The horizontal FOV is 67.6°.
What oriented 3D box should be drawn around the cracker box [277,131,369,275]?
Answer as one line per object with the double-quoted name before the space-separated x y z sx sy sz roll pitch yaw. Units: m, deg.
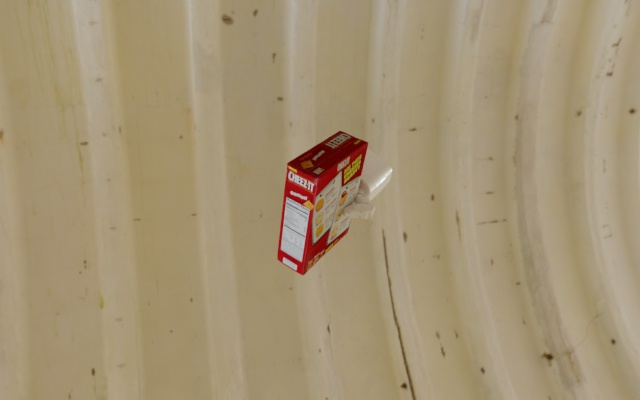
"cracker box" 0.000 0.003 0.859 0.072 0.214 0.164 26 39 23
